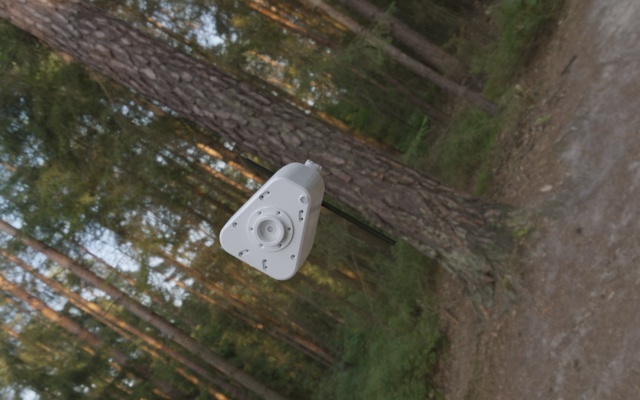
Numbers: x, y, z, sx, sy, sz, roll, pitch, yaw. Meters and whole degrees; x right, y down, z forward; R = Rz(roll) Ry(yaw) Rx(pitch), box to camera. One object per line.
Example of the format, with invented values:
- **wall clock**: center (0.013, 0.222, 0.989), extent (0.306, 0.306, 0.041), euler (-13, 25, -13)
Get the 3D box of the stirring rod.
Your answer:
- **stirring rod**: center (0.000, 0.002, 0.673), extent (0.239, 0.011, 0.011), euler (29, 0, 0)
